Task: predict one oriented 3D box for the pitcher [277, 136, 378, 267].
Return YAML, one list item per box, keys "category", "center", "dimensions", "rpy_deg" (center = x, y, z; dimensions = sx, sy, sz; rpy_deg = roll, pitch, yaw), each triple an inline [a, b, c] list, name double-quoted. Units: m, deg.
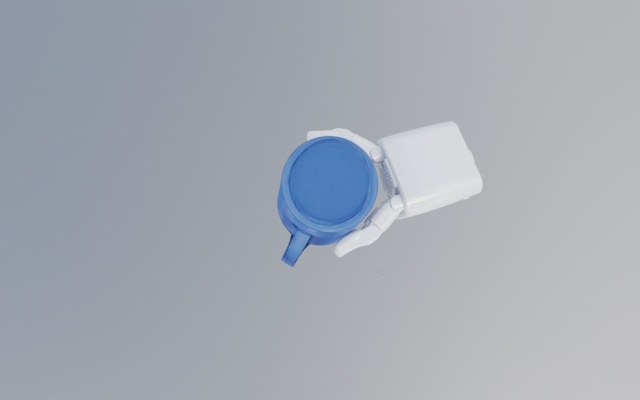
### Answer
- category: "pitcher"
  center: [0.000, 0.002, 0.633]
  dimensions: [0.145, 0.149, 0.243]
  rpy_deg: [-15, -5, -4]
